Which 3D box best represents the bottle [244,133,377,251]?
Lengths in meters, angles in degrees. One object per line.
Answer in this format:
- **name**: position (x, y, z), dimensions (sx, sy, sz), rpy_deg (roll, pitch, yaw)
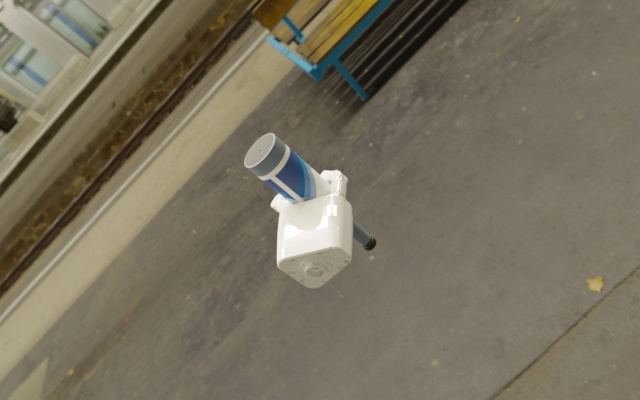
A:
- **bottle**: position (0.000, 0.002, 0.812), dimensions (0.069, 0.069, 0.296), rpy_deg (0, -33, 49)
